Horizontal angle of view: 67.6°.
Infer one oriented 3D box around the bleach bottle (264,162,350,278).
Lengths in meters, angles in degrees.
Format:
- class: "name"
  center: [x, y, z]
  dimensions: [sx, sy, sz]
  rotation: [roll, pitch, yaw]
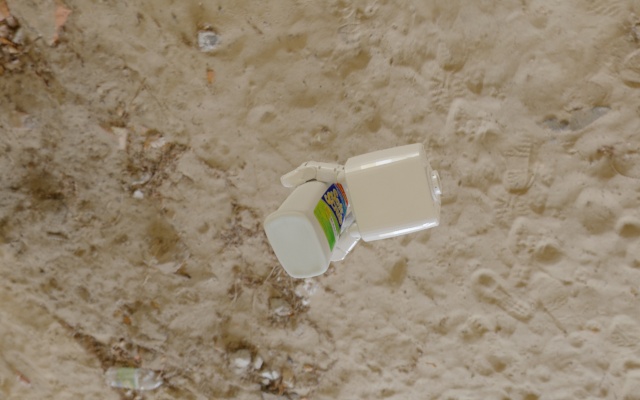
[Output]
- class: "bleach bottle"
  center: [0.000, 0.002, 0.702]
  dimensions: [0.068, 0.103, 0.250]
  rotation: [-13, 23, 22]
